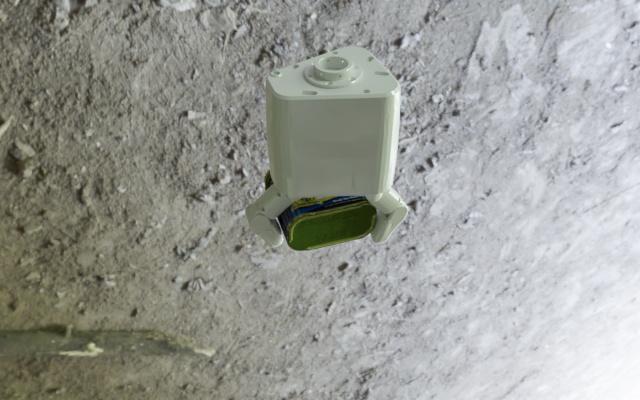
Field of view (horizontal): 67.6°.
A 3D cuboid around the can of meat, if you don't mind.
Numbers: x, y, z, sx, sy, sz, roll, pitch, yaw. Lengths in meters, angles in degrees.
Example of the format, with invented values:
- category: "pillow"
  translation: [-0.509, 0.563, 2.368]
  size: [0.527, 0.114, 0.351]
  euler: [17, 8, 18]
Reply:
- category: "can of meat"
  translation: [0.000, 0.002, 0.510]
  size: [0.102, 0.057, 0.084]
  euler: [-12, 44, -15]
